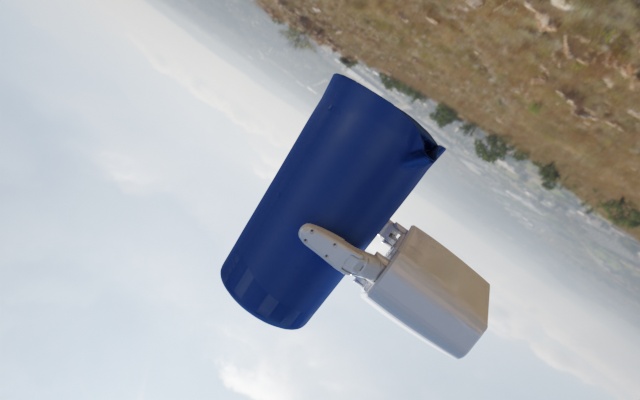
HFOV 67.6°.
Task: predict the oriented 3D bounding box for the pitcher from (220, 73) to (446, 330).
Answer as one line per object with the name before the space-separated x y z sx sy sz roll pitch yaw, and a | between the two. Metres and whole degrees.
pitcher | 0.000 0.002 0.495 0.145 0.243 0.149 35 7 6
